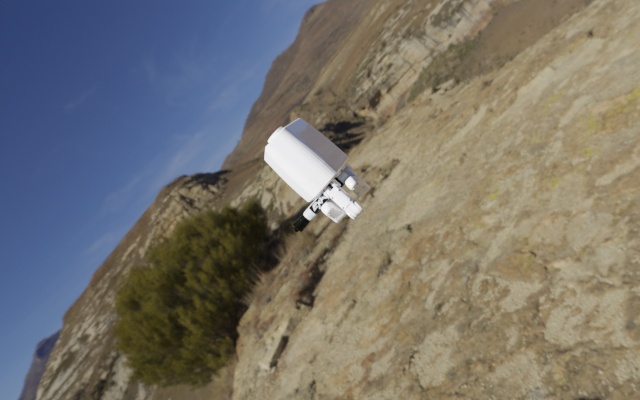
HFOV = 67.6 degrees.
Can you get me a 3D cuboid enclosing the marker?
[{"bbox_3d":[0.000,0.002,0.737,0.020,0.121,0.020,41,8,-7],"label":"marker"}]
